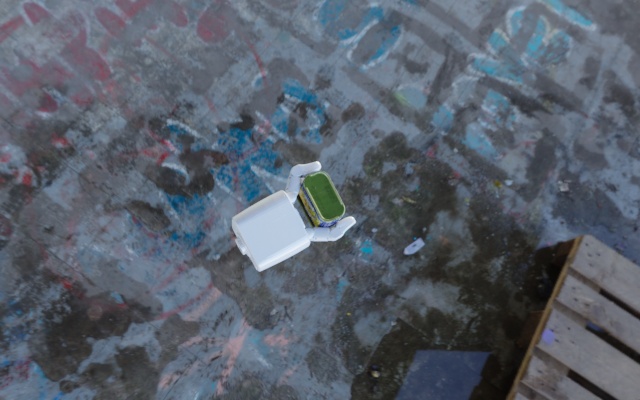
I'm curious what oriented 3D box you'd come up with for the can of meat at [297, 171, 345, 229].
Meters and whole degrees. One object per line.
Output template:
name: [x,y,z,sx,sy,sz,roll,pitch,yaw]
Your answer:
can of meat: [0.000,0.003,0.898,0.057,0.102,0.084,-25,-10,-15]
